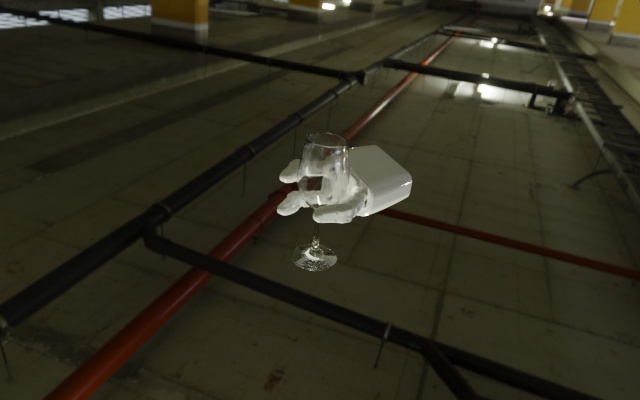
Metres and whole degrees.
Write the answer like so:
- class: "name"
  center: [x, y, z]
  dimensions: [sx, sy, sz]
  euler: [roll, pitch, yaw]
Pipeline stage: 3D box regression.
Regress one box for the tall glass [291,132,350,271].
- class: "tall glass"
  center: [0.000, 0.003, 0.719]
  dimensions: [0.079, 0.201, 0.079]
  euler: [5, 27, -2]
